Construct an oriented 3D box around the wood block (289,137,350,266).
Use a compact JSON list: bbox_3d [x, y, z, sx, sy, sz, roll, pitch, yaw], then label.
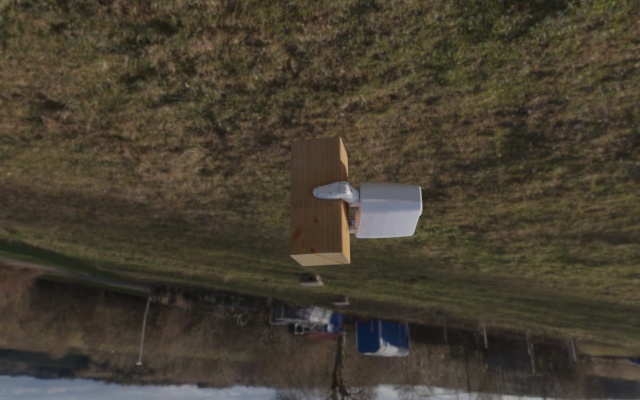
[{"bbox_3d":[0.000,0.003,0.839,0.090,0.206,0.091,-4,-20,10],"label":"wood block"}]
